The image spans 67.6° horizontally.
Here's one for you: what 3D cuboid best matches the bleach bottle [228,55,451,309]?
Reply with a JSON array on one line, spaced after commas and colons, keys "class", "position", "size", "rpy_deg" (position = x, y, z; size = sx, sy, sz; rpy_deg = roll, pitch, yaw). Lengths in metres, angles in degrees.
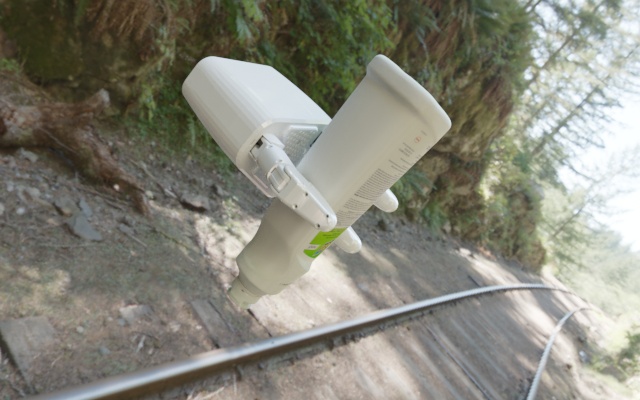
[{"class": "bleach bottle", "position": [0.000, 0.001, 0.419], "size": [0.068, 0.251, 0.102], "rpy_deg": [48, 15, 23]}]
